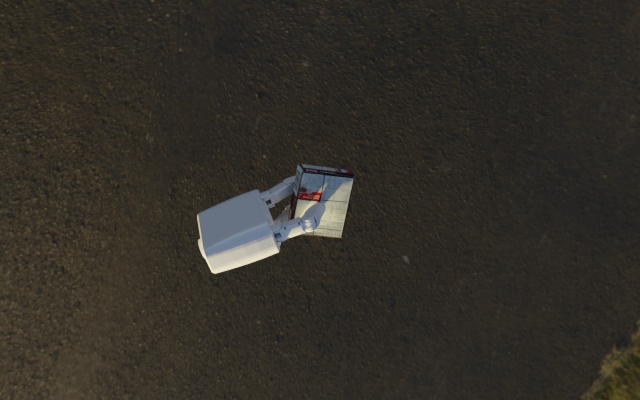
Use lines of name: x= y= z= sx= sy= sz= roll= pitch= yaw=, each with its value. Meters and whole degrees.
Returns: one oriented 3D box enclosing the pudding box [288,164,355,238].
pudding box: x=0.000 y=0.003 z=0.774 sx=0.090 sy=0.113 sz=0.039 roll=5 pitch=22 yaw=-16
